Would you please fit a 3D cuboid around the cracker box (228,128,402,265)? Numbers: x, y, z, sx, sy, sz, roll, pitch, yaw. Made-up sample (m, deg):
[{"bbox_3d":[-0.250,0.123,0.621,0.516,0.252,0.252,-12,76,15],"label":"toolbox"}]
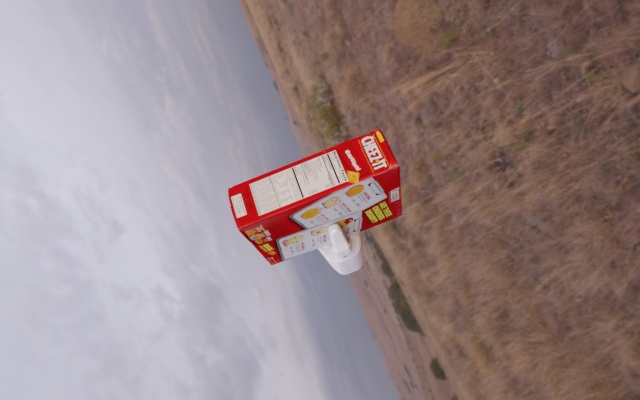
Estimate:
[{"bbox_3d":[0.000,0.002,0.661,0.214,0.072,0.164,-22,-26,1],"label":"cracker box"}]
